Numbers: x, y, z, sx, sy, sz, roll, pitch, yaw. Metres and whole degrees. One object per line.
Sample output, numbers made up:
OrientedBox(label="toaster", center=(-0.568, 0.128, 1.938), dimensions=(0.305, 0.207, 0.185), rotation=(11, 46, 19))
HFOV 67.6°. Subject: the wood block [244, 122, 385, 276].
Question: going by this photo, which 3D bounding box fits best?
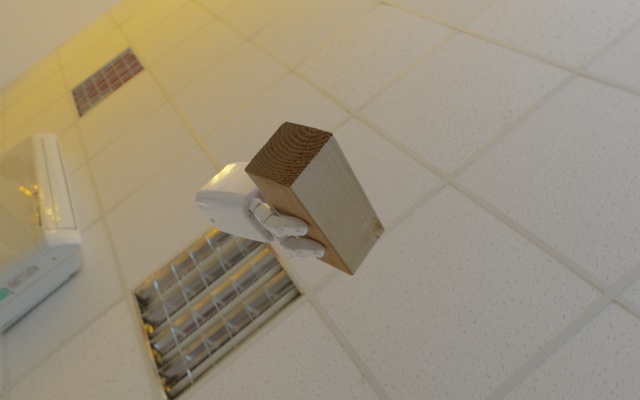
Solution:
OrientedBox(label="wood block", center=(0.000, 0.002, 0.653), dimensions=(0.090, 0.090, 0.206), rotation=(21, -24, 40))
